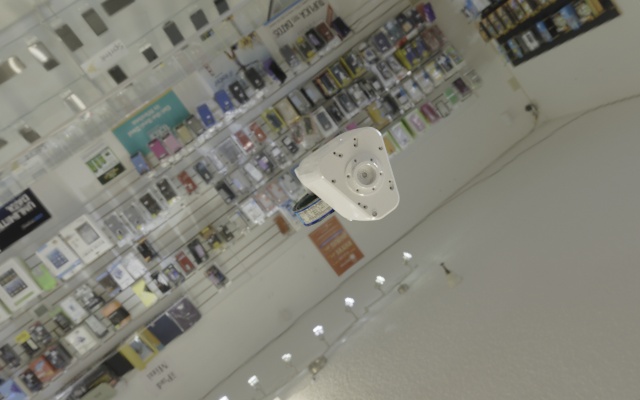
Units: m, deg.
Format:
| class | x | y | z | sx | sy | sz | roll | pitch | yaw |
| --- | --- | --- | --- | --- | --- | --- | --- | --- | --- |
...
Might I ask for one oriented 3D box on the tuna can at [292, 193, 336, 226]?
| class | x | y | z | sx | sy | sz | roll | pitch | yaw |
| --- | --- | --- | --- | --- | --- | --- | --- | --- | --- |
| tuna can | 0.000 | 0.003 | 0.747 | 0.086 | 0.034 | 0.086 | -34 | 11 | 8 |
